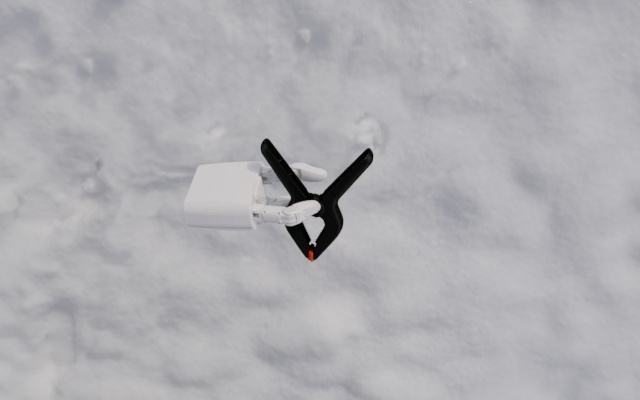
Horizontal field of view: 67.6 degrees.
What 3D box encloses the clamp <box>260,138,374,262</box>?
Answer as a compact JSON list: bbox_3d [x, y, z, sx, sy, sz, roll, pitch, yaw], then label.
[{"bbox_3d":[0.000,0.003,0.733,0.164,0.210,0.036,1,30,9],"label":"clamp"}]
